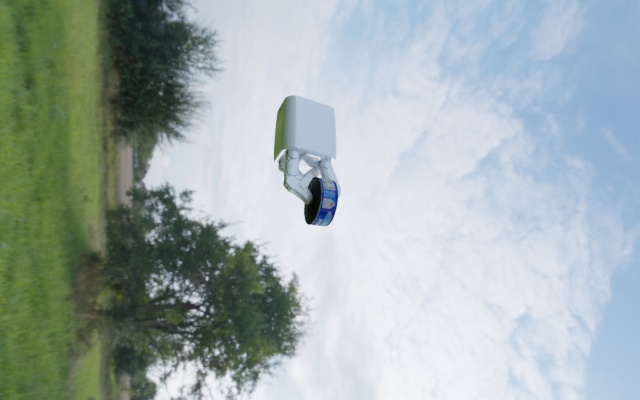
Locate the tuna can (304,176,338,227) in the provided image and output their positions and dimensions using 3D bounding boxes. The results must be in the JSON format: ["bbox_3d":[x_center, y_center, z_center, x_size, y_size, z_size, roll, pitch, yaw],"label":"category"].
[{"bbox_3d":[0.001,0.003,0.838,0.034,0.086,0.086,9,-3,-20],"label":"tuna can"}]
